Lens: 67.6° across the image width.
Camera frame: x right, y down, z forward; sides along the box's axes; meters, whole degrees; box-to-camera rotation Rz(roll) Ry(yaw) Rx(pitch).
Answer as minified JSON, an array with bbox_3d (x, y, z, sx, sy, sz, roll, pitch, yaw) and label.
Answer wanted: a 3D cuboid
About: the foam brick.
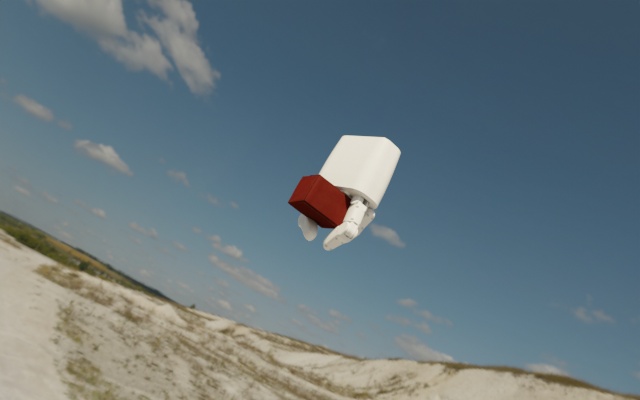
[{"bbox_3d":[0.000,0.002,0.737,0.078,0.051,0.053,37,-20,-26],"label":"foam brick"}]
